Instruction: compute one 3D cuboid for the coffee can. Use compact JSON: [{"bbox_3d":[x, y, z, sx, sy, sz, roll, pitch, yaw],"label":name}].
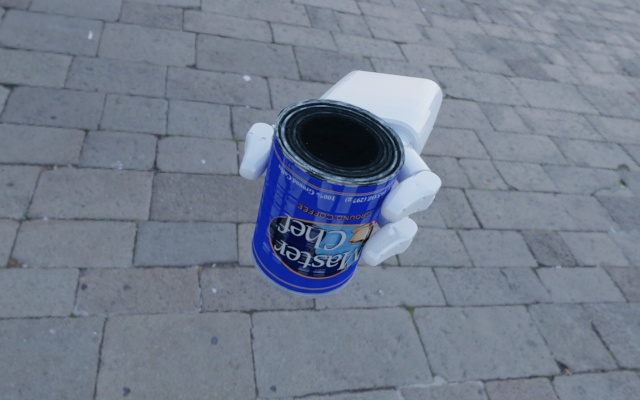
[{"bbox_3d":[0.000,0.002,0.407,0.103,0.102,0.140,0,-44,-18],"label":"coffee can"}]
